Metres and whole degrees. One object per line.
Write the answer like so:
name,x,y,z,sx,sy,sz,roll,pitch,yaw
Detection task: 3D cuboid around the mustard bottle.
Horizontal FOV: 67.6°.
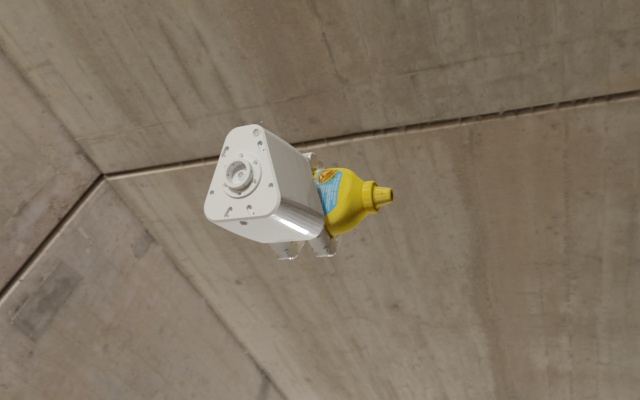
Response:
mustard bottle,0.000,0.002,0.626,0.191,0.096,0.058,-6,-42,23
